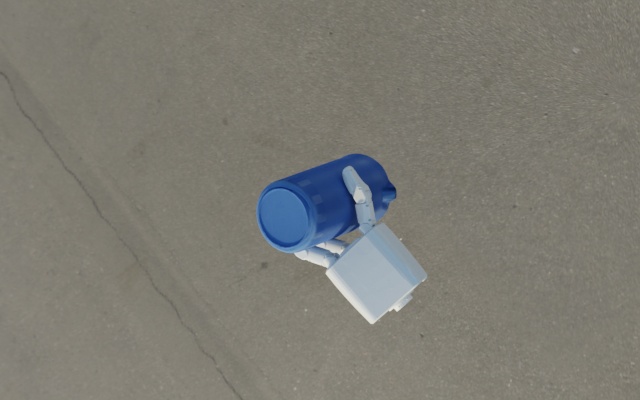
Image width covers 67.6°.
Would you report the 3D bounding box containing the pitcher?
[{"bbox_3d":[0.000,0.003,0.782,0.149,0.145,0.243,-48,-15,30],"label":"pitcher"}]
